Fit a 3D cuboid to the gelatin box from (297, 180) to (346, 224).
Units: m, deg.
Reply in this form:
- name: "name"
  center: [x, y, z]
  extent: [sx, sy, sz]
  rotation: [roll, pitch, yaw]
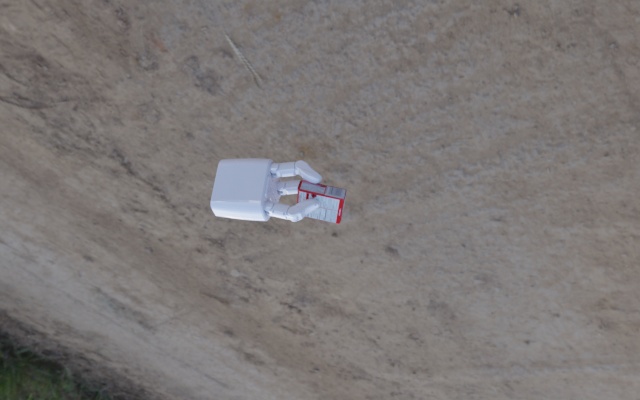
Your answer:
- name: "gelatin box"
  center: [0.000, 0.003, 0.899]
  extent: [0.089, 0.030, 0.073]
  rotation: [12, -42, 5]
